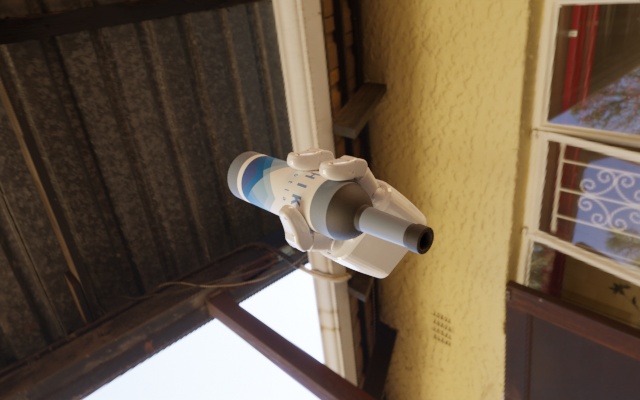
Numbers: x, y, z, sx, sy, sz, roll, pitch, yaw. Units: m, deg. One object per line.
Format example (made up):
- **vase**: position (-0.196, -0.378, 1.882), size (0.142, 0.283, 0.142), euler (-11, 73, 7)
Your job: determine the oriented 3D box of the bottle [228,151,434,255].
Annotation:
- **bottle**: position (0.000, 0.002, 0.551), size (0.069, 0.069, 0.295), euler (0, 14, -44)
